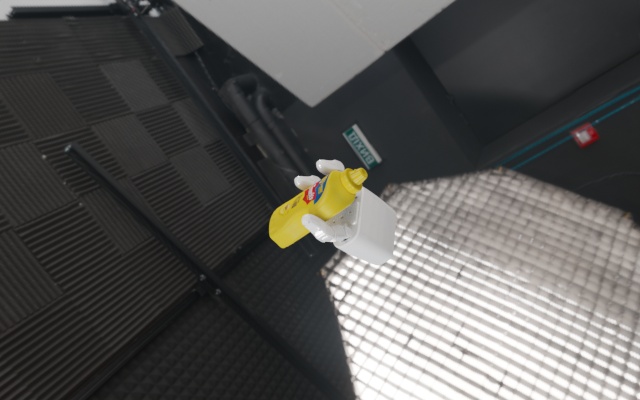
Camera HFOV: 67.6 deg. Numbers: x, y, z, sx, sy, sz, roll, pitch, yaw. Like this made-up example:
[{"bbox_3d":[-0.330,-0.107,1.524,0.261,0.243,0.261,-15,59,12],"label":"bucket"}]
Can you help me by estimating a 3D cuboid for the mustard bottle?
[{"bbox_3d":[0.000,0.003,0.792,0.192,0.058,0.096,-33,20,31],"label":"mustard bottle"}]
